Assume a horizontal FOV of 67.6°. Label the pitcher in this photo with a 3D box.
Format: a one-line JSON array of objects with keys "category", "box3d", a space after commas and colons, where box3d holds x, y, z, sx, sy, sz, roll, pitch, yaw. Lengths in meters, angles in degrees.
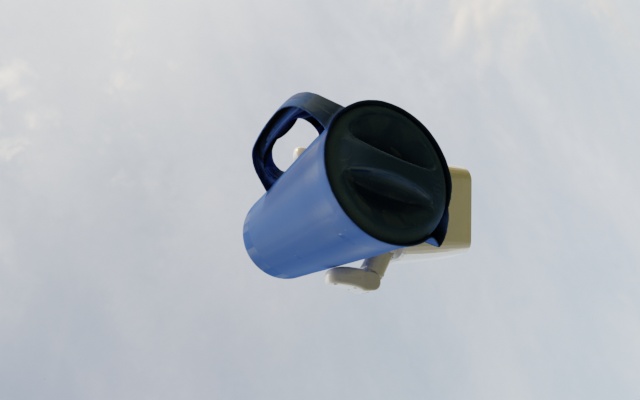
[{"category": "pitcher", "box3d": [0.000, 0.002, 0.496, 0.145, 0.149, 0.243, 0, -18, -30]}]
